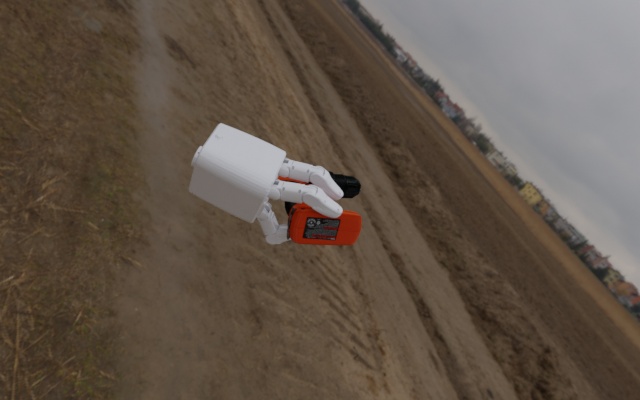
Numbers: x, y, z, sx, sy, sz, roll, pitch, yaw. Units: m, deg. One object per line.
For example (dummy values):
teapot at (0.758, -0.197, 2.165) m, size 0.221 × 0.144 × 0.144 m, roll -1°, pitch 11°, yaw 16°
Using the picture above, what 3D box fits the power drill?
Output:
power drill at (0.000, 0.003, 0.759) m, size 0.184 × 0.057 × 0.187 m, roll 2°, pitch 24°, yaw -18°
